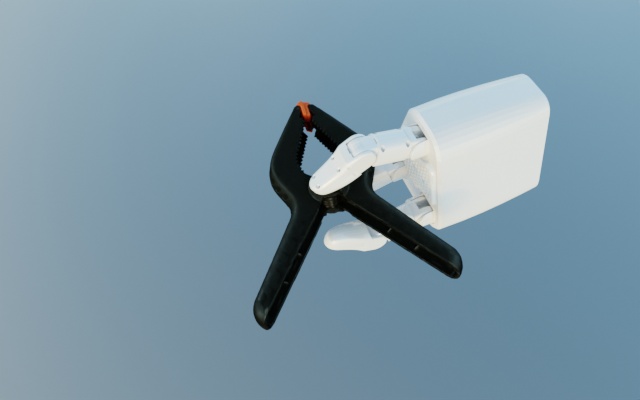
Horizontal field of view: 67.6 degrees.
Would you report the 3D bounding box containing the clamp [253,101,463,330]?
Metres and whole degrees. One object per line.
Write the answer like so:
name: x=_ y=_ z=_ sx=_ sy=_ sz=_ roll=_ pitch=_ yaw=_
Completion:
clamp: x=0.000 y=0.000 z=0.409 sx=0.164 sy=0.210 sz=0.036 roll=-20 pitch=-31 yaw=-8
